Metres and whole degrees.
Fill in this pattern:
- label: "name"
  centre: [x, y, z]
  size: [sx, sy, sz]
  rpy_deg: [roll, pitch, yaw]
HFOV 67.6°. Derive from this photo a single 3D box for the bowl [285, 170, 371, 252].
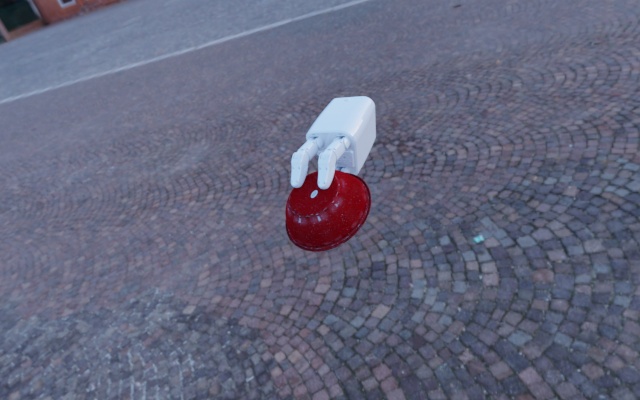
- label: "bowl"
  centre: [0.000, 0.003, 0.794]
  size: [0.162, 0.162, 0.055]
  rpy_deg: [0, -34, 32]
